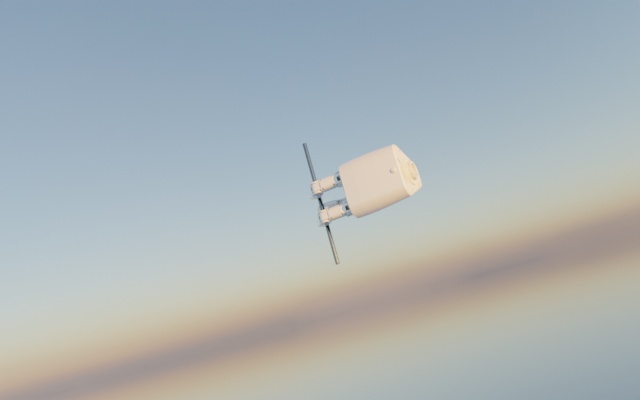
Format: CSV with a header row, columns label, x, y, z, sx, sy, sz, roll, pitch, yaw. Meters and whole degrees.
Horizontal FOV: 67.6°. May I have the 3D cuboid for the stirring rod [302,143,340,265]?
label,x,y,z,sx,sy,sz,roll,pitch,yaw
stirring rod,0.000,0.003,0.896,0.011,0.239,0.011,-15,-13,-4
